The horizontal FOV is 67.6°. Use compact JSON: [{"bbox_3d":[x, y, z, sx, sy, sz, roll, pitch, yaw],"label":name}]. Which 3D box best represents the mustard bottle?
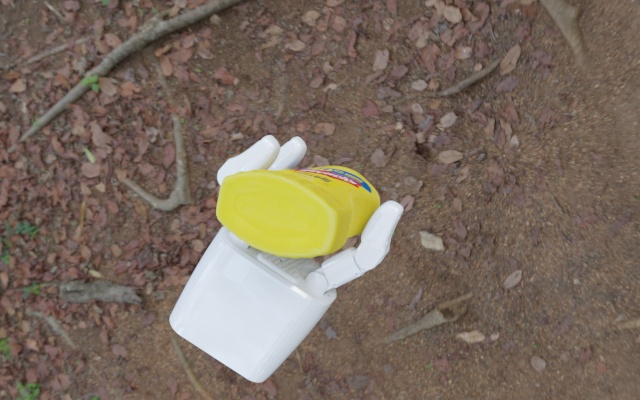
[{"bbox_3d":[0.000,0.001,0.417,0.096,0.058,0.191,15,10,19],"label":"mustard bottle"}]
